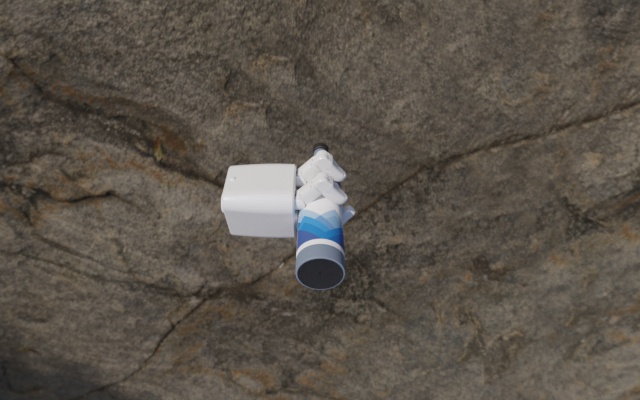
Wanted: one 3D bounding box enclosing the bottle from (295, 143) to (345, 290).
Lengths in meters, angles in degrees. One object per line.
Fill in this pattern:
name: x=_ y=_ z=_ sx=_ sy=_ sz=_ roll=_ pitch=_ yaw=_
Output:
bottle: x=0.000 y=0.003 z=0.745 sx=0.069 sy=0.069 sz=0.295 roll=0 pitch=41 yaw=0
